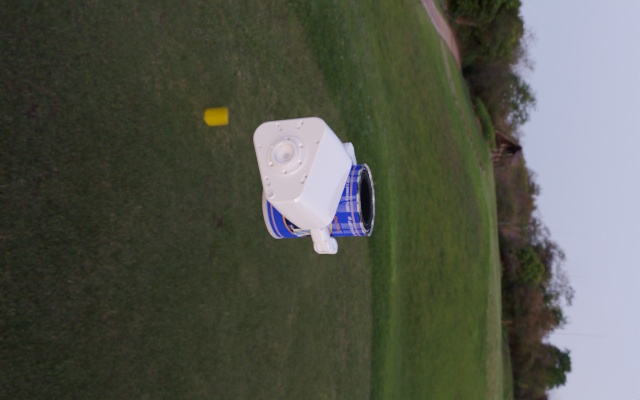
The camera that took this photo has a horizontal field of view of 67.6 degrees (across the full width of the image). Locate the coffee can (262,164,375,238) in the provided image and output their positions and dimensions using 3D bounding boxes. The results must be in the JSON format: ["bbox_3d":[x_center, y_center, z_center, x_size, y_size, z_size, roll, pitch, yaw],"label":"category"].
[{"bbox_3d":[0.000,0.002,0.694,0.140,0.103,0.103,-3,-1,17],"label":"coffee can"}]
